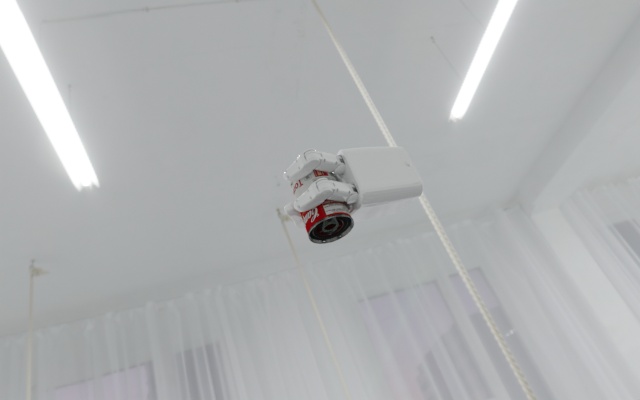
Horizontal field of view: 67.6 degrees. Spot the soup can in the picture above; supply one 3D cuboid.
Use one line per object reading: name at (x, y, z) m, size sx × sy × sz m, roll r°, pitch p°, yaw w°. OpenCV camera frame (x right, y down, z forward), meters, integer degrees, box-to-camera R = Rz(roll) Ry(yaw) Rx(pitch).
soup can at (0.000, 0.002, 0.696) m, size 0.068 × 0.102 × 0.069 m, roll -15°, pitch -33°, yaw -10°
